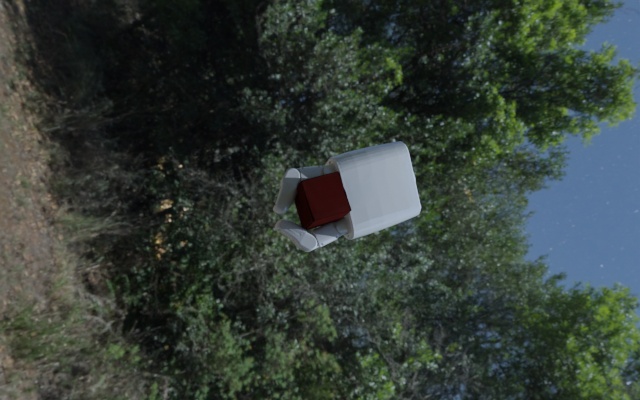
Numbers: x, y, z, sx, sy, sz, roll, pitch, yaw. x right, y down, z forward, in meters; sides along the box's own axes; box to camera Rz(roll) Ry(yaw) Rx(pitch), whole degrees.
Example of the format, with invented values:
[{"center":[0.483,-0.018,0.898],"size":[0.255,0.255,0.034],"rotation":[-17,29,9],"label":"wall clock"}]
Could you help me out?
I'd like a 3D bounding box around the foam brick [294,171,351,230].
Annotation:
[{"center":[0.000,0.002,0.606],"size":[0.051,0.053,0.078],"rotation":[-15,-9,-13],"label":"foam brick"}]
